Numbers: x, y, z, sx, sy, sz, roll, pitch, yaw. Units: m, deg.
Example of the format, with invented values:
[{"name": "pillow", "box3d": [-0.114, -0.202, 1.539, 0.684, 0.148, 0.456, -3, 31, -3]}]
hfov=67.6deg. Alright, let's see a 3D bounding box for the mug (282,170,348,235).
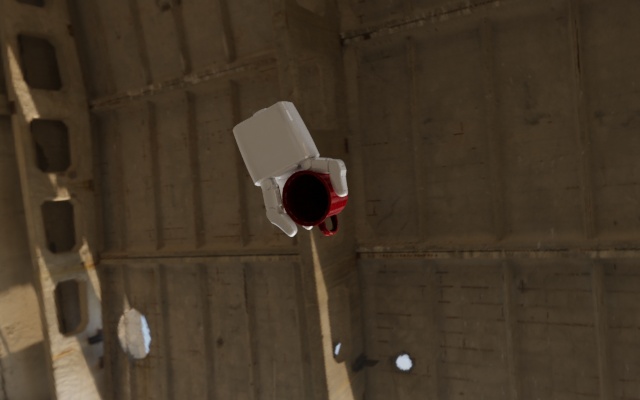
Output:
[{"name": "mug", "box3d": [0.001, 0.004, 0.808, 0.093, 0.117, 0.081, -27, -6, 29]}]
